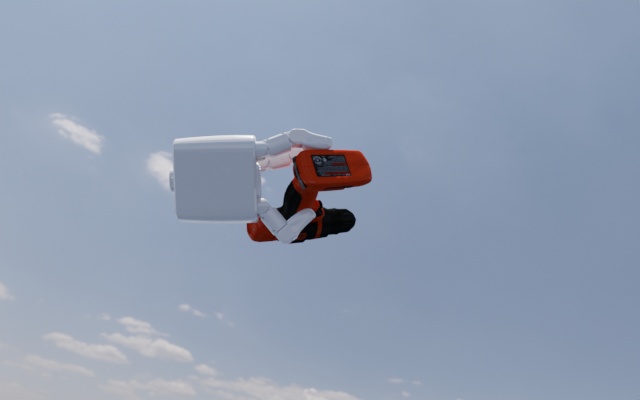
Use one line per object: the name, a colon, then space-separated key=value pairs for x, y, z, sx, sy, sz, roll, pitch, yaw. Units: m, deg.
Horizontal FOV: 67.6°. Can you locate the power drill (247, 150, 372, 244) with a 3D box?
power drill: x=0.000 y=0.002 z=0.698 sx=0.184 sy=0.057 sz=0.188 roll=-5 pitch=-30 yaw=-29
